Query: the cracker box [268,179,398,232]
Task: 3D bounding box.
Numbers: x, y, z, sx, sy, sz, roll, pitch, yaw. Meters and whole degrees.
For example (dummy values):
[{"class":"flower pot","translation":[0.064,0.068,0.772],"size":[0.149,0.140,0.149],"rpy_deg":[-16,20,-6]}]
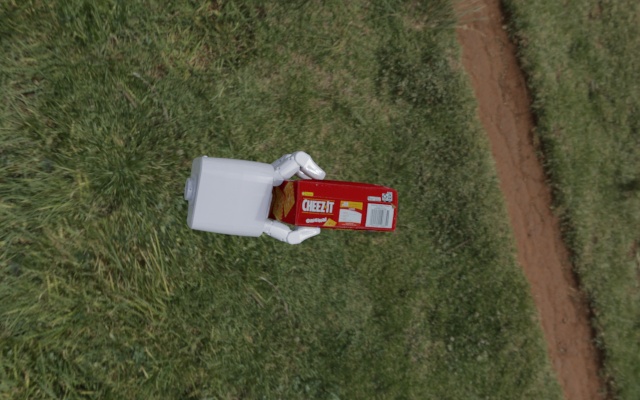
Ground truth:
[{"class":"cracker box","translation":[0.000,0.003,0.776],"size":[0.164,0.072,0.213],"rpy_deg":[4,2,-23]}]
